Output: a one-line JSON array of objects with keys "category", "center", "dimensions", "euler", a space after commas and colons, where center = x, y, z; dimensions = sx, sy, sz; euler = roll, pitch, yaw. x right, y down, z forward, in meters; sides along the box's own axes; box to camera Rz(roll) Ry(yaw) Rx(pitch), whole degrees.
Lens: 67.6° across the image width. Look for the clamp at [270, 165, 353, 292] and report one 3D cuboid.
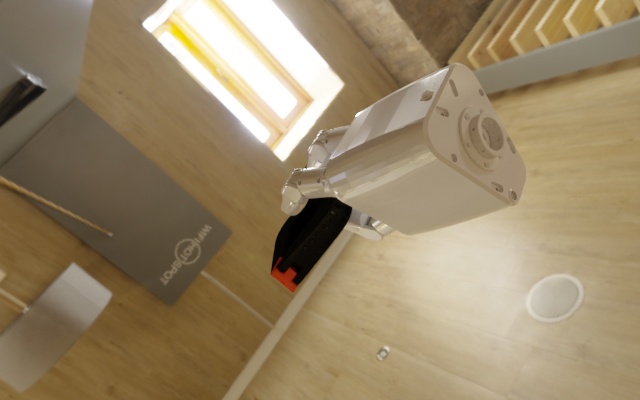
[{"category": "clamp", "center": [0.001, 0.002, 0.489], "dimensions": [0.036, 0.210, 0.164], "euler": [41, -34, -17]}]
